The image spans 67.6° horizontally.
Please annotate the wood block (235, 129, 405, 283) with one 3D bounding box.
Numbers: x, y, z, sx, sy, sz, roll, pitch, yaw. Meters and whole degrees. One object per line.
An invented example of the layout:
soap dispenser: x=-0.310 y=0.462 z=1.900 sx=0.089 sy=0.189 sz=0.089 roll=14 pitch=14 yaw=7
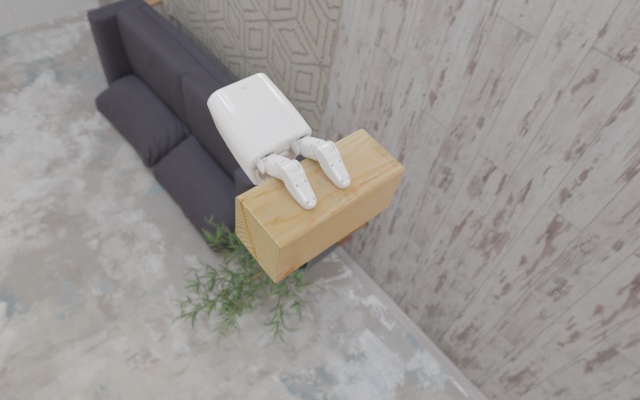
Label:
wood block: x=0.000 y=0.002 z=0.624 sx=0.206 sy=0.090 sz=0.091 roll=-31 pitch=-24 yaw=-27
